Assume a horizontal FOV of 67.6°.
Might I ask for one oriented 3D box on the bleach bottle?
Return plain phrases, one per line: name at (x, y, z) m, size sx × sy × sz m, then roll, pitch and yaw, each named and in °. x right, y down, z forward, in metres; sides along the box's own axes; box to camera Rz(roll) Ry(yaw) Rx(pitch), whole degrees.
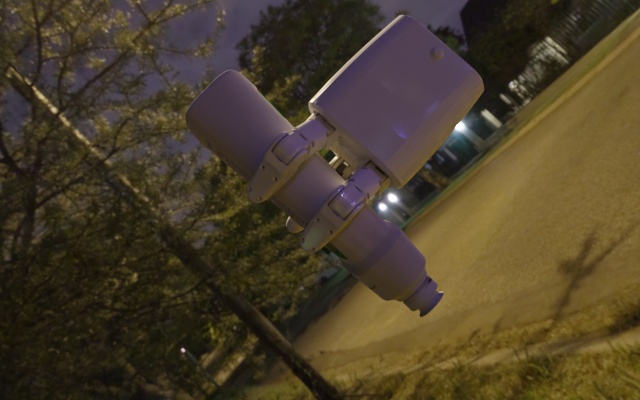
bleach bottle at (0.000, 0.001, 0.410) m, size 0.251 × 0.068 × 0.102 m, roll 43°, pitch -4°, yaw 5°
